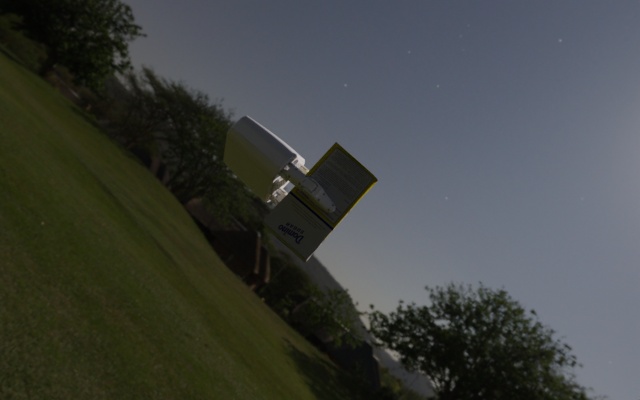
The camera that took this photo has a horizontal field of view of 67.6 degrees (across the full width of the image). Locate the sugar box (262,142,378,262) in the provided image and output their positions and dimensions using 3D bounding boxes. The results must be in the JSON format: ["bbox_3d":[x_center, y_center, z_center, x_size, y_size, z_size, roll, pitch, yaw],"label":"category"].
[{"bbox_3d":[0.000,0.002,0.760,0.093,0.176,0.048,42,-11,5],"label":"sugar box"}]
